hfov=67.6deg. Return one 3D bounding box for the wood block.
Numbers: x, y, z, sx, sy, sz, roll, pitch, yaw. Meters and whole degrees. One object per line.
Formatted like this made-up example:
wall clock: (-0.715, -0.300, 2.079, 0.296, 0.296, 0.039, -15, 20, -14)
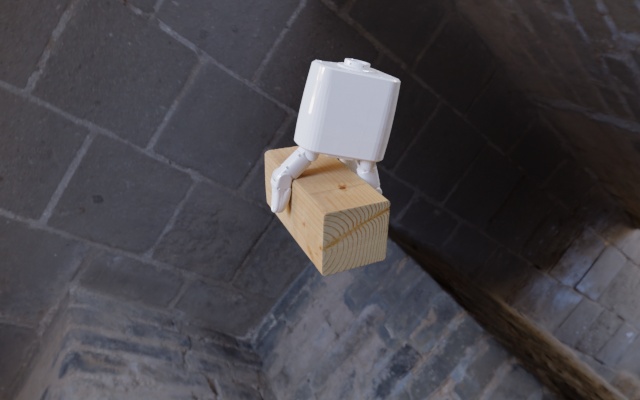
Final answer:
wood block: (0.000, 0.002, 0.656, 0.091, 0.090, 0.206, -11, 30, -22)
